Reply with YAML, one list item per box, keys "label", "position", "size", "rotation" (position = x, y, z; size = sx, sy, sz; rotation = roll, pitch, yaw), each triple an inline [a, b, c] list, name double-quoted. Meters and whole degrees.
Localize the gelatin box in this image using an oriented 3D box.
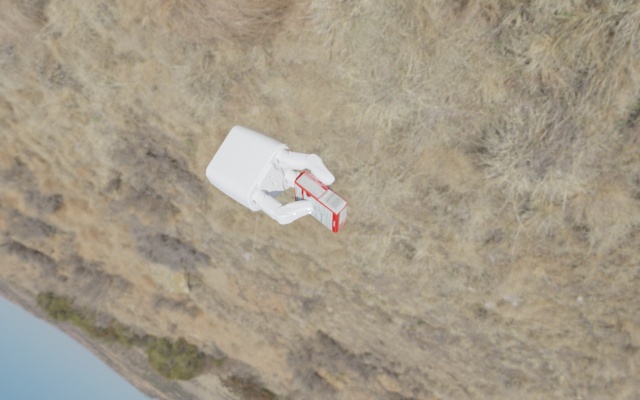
- label: "gelatin box"
  position: [0.000, 0.003, 0.744]
  size: [0.089, 0.030, 0.073]
  rotation: [38, -21, 17]
